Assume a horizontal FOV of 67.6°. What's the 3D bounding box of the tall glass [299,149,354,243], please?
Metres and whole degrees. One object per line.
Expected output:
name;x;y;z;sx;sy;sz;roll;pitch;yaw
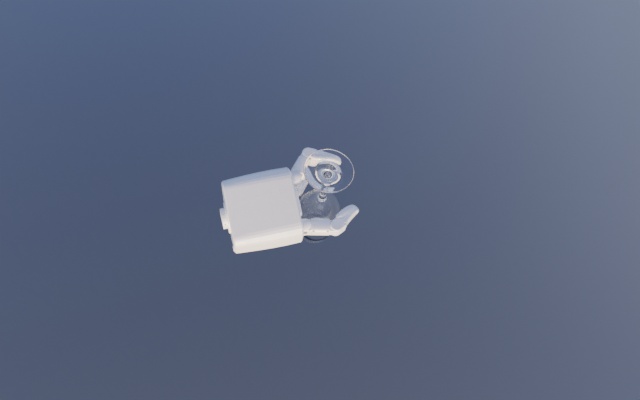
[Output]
tall glass;0.000;0.002;0.777;0.079;0.079;0.201;0;-28;-7
